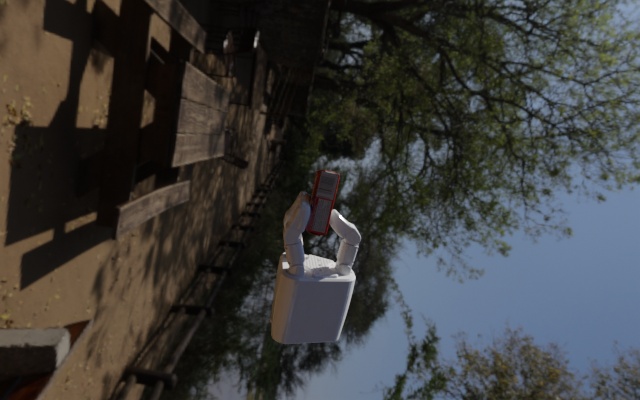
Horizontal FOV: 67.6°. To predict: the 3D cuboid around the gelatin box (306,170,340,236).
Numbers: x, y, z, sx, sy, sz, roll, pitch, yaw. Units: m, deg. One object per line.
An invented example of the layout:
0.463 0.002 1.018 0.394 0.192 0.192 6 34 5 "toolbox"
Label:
0.001 0.002 0.677 0.030 0.089 0.073 13 1 -5 "gelatin box"
